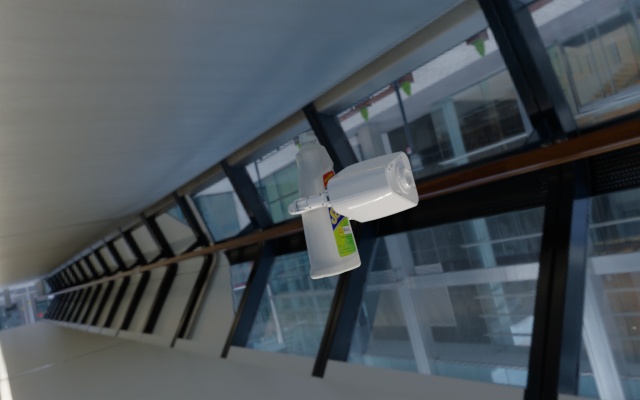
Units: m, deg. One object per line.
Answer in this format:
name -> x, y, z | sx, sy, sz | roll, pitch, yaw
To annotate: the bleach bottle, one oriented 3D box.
bleach bottle -> 0.000, 0.003, 0.836 | 0.068, 0.251, 0.102 | -17, -6, 30
